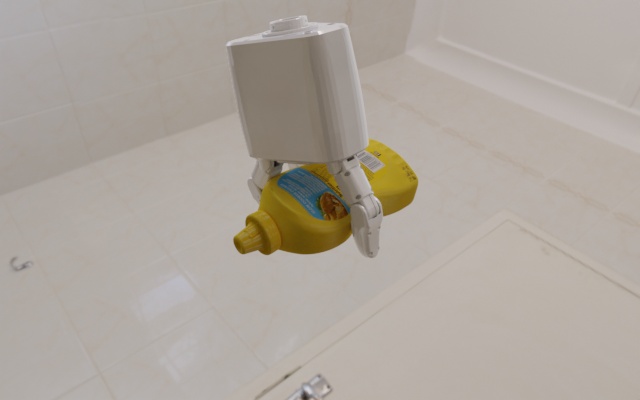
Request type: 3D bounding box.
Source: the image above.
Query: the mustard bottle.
[{"bbox_3d":[0.000,0.002,0.468,0.191,0.058,0.096,-27,54,-32],"label":"mustard bottle"}]
